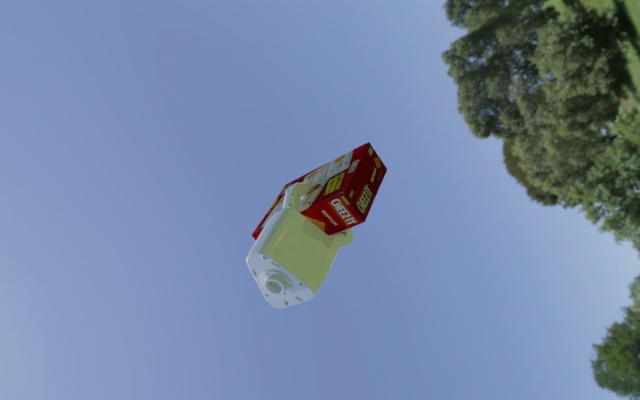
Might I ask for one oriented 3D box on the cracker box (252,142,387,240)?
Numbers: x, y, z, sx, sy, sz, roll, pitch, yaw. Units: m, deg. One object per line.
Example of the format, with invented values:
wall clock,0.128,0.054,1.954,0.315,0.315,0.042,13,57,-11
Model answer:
cracker box,0.000,0.003,0.846,0.214,0.072,0.164,-24,23,35
